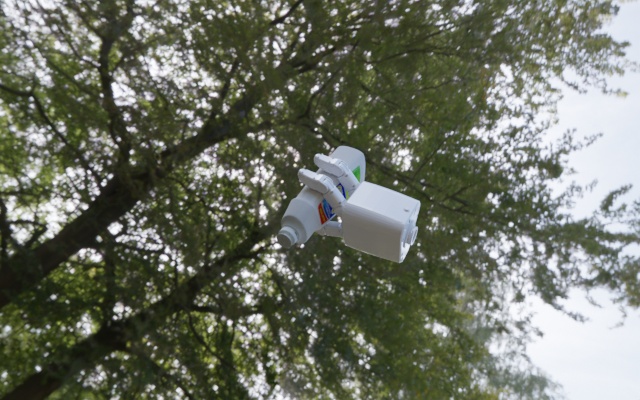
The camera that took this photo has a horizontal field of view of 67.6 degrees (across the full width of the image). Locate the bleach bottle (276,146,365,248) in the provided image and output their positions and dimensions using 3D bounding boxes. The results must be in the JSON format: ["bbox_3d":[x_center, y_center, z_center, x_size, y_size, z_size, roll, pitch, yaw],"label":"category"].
[{"bbox_3d":[0.000,0.003,0.844,0.068,0.103,0.250,19,42,20],"label":"bleach bottle"}]
